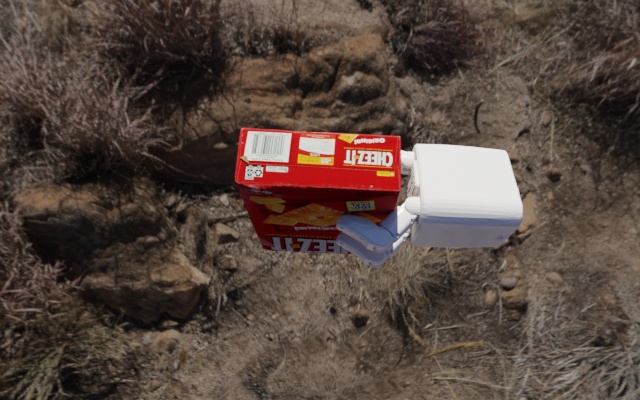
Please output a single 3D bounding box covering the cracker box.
[{"bbox_3d":[0.000,0.002,0.562,0.164,0.072,0.214,3,-24,2],"label":"cracker box"}]
